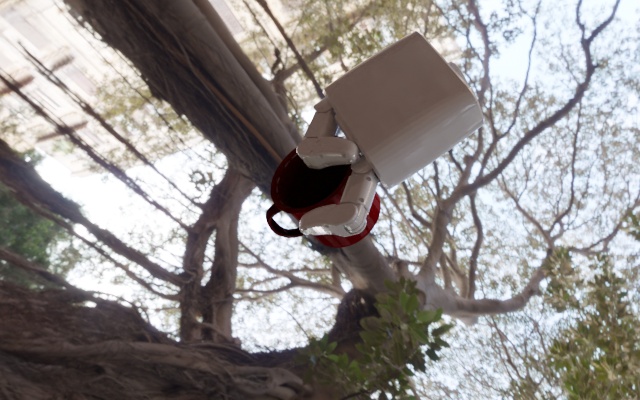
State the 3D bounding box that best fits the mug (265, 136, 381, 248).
[{"bbox_3d":[-0.001,0.003,0.485,0.117,0.093,0.081,-33,-46,9],"label":"mug"}]
